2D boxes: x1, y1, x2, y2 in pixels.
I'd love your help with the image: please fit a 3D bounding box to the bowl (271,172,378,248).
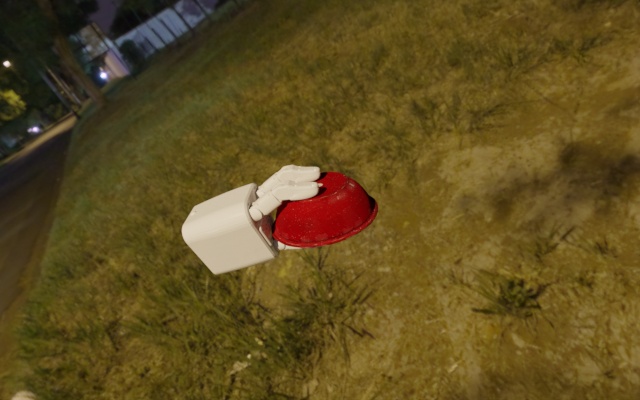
[{"bbox_3d":[0.001,0.001,0.694,0.162,0.055,0.162,-12,25,6],"label":"bowl"}]
